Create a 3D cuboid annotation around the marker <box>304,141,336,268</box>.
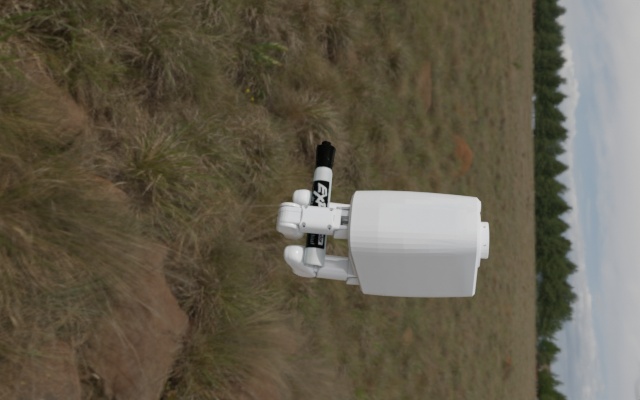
[{"bbox_3d":[0.000,0.001,0.443,0.020,0.121,0.020,5,-18,2],"label":"marker"}]
